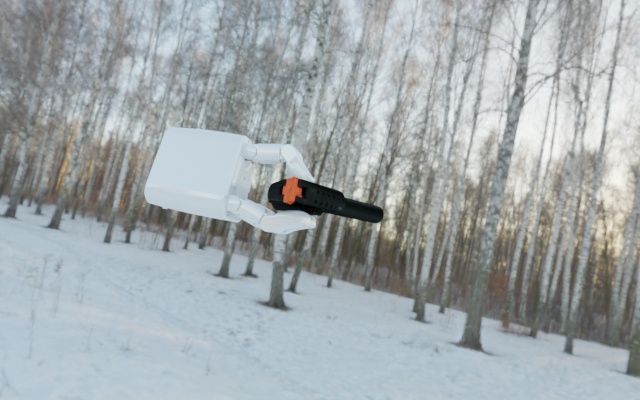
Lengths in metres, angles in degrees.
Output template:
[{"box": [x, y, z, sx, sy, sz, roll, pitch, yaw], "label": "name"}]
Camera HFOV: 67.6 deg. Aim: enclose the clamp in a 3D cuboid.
[{"box": [0.000, 0.001, 0.606, 0.164, 0.036, 0.210, 7, -6, 7], "label": "clamp"}]
